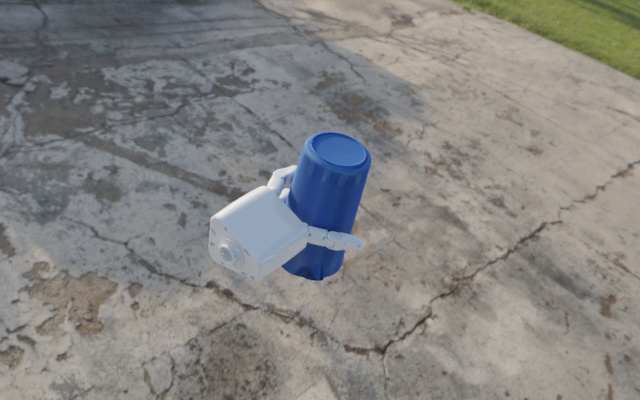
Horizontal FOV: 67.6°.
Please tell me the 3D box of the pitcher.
[{"bbox_3d":[0.000,0.003,0.813,0.149,0.243,0.145,34,43,20],"label":"pitcher"}]
